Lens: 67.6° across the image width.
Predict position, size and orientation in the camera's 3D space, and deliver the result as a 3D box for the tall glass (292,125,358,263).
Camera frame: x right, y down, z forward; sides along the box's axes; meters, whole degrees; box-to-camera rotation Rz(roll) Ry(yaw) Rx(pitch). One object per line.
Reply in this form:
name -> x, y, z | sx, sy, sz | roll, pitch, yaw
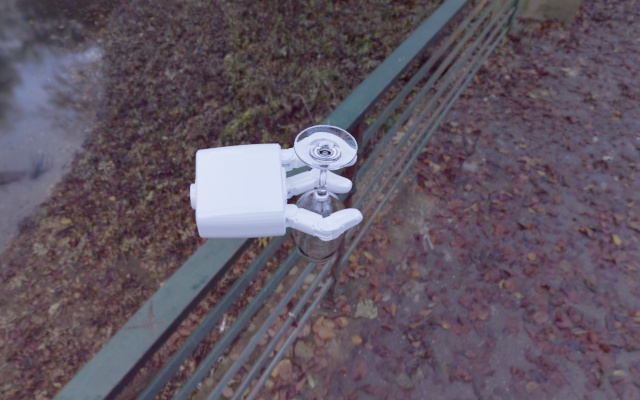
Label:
tall glass -> 0.000, 0.002, 0.627 | 0.079, 0.079, 0.201 | 0, -41, -4
